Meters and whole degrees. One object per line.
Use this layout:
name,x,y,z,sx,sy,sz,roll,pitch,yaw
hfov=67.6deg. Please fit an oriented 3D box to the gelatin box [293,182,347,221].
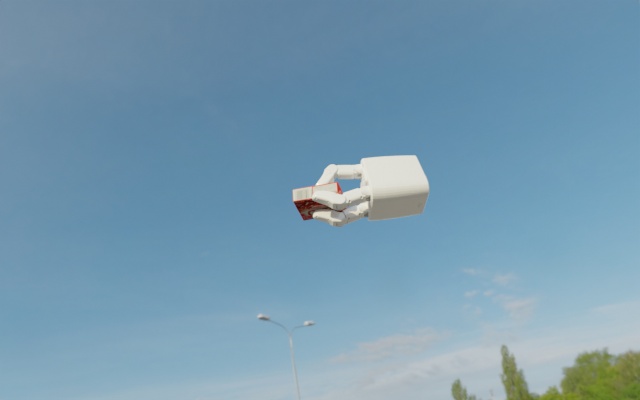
gelatin box,0.000,0.003,0.891,0.089,0.030,0.073,-9,-33,10
